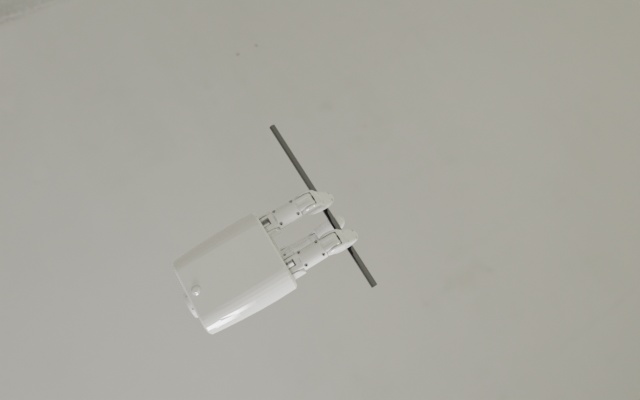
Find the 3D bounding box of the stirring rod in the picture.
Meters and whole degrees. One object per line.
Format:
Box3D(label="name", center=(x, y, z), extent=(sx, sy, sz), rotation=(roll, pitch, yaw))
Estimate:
Box3D(label="stirring rod", center=(0.000, 0.002, 0.586), extent=(0.011, 0.239, 0.011), rotation=(-30, -16, -9))
